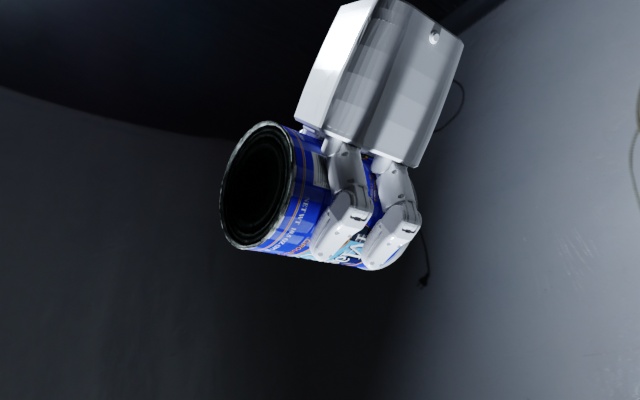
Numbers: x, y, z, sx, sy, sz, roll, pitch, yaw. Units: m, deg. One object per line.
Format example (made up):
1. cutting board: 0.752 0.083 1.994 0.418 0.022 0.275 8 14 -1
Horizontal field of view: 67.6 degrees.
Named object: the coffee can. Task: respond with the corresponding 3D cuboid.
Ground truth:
1. coffee can: 0.000 0.002 0.414 0.140 0.103 0.103 15 -9 -39
